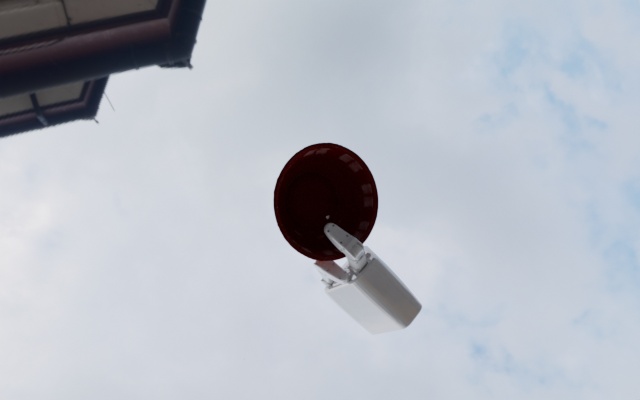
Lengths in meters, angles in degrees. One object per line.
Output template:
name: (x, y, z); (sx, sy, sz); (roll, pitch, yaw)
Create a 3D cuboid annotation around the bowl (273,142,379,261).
bowl: (-0.001, 0.001, 0.671); (0.162, 0.162, 0.055); (0, 0, -27)
